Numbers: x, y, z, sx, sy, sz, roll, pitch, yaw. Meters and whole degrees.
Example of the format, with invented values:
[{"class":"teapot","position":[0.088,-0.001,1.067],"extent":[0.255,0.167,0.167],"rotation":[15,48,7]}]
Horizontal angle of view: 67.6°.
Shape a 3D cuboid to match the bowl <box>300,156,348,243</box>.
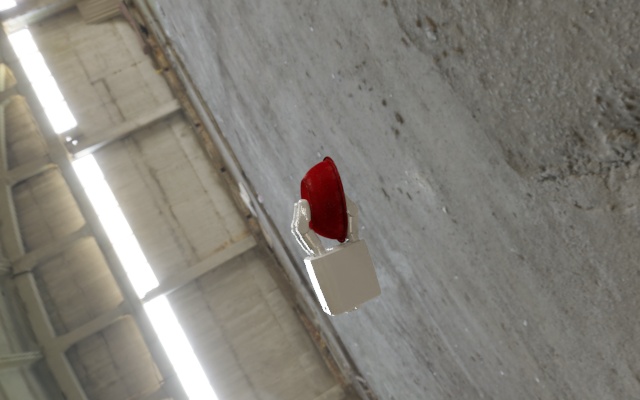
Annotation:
[{"class":"bowl","position":[-0.001,0.002,0.867],"extent":[0.055,0.162,0.162],"rotation":[-10,2,-12]}]
